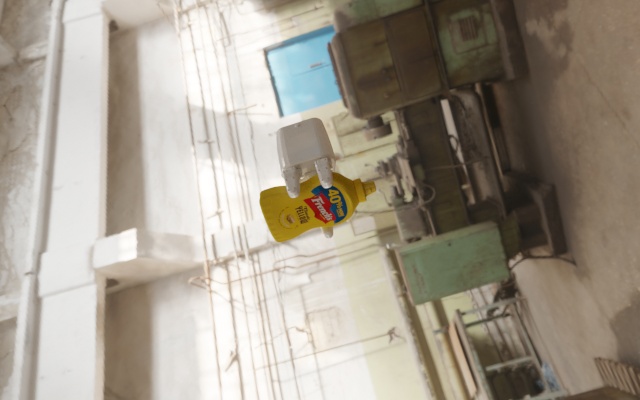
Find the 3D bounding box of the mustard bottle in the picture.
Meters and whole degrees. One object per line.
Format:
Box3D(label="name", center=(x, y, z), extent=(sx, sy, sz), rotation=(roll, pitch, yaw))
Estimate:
Box3D(label="mustard bottle", center=(0.000, 0.003, 0.806), extent=(0.191, 0.096, 0.058), rotation=(-17, 28, 4))
